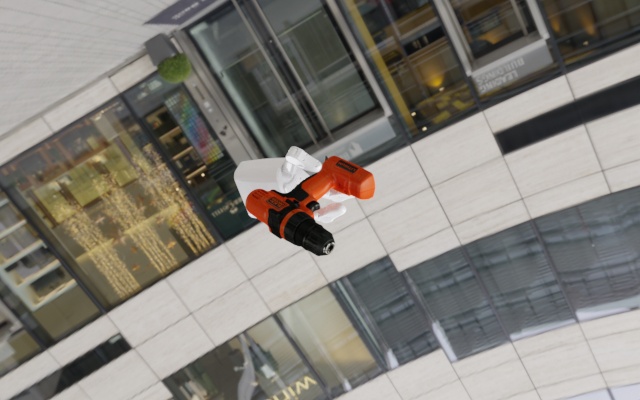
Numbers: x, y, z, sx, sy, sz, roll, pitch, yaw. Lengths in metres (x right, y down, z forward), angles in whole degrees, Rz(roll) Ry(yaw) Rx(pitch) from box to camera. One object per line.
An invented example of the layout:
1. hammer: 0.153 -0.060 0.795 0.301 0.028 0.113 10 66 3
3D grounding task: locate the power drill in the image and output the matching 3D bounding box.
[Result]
1. power drill: 0.000 0.002 0.766 0.187 0.057 0.184 -30 44 -34
